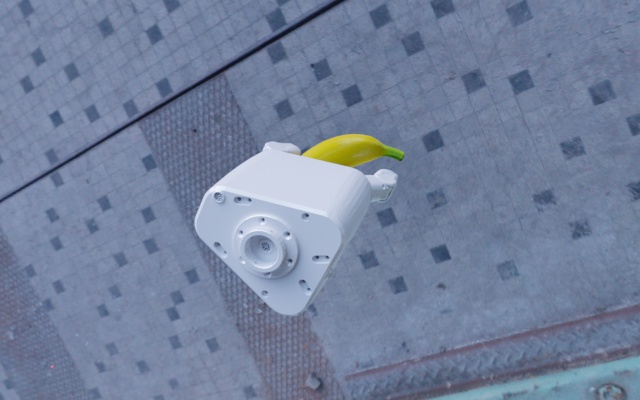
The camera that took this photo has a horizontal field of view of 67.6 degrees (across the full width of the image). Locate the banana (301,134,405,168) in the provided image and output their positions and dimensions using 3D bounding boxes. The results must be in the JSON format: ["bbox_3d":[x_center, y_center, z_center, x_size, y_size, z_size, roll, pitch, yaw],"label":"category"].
[{"bbox_3d":[-0.009,-0.014,0.516,0.198,0.069,0.037,-35,12,22],"label":"banana"}]
